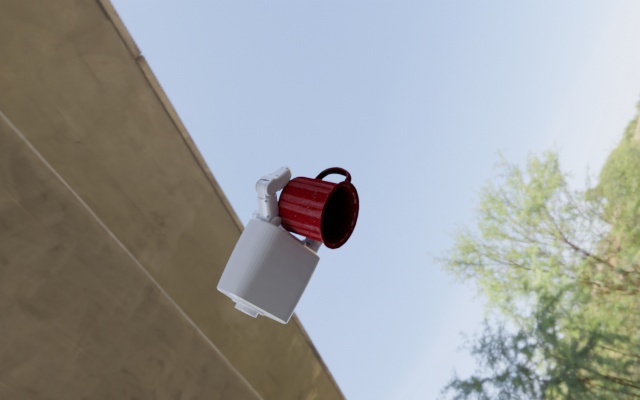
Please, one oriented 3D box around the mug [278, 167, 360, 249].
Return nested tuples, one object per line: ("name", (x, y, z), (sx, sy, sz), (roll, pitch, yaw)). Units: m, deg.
("mug", (0.001, 0.001, 0.658), (0.081, 0.117, 0.093), (14, -23, 34))
